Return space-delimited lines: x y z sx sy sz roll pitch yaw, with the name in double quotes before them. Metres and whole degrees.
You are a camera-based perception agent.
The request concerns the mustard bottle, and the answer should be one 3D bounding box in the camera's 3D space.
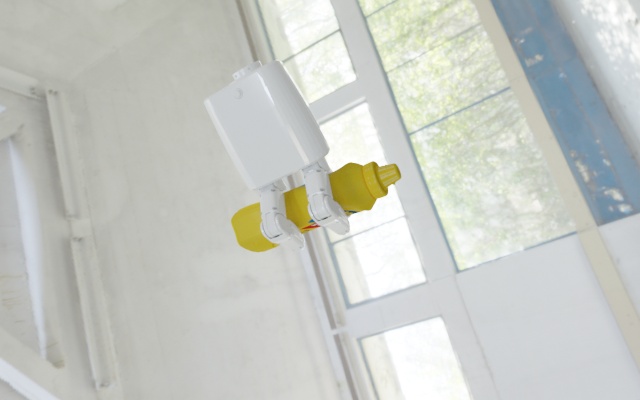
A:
"mustard bottle" 0.000 0.002 0.541 0.191 0.058 0.096 -23 -10 21
